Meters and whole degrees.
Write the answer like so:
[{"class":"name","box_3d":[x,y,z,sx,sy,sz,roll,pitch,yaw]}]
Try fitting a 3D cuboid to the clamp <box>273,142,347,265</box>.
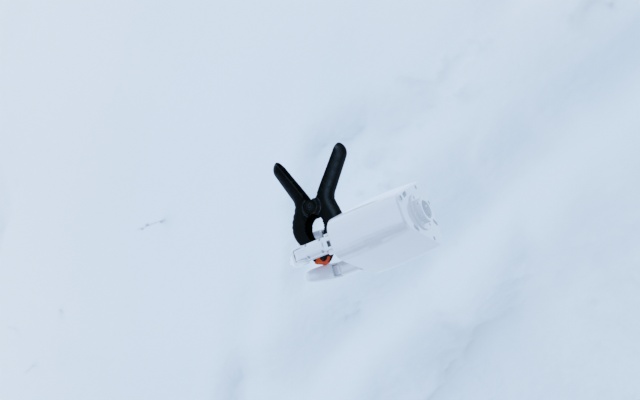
[{"class":"clamp","box_3d":[0.000,0.002,0.678,0.120,0.171,0.039,-26,-18,30]}]
